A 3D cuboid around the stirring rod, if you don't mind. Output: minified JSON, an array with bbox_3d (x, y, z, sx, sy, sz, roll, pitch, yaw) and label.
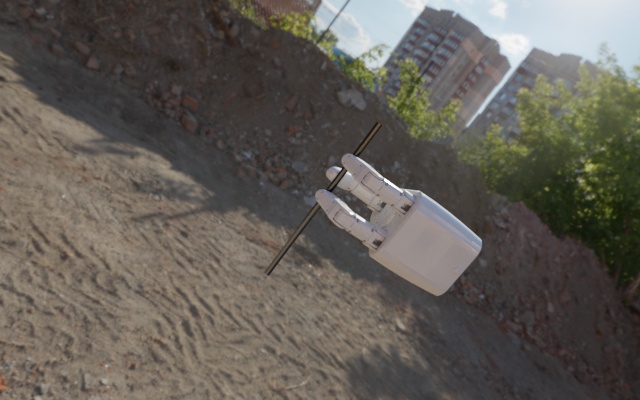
[{"bbox_3d":[0.000,0.002,0.598,0.011,0.239,0.011,35,13,-9],"label":"stirring rod"}]
